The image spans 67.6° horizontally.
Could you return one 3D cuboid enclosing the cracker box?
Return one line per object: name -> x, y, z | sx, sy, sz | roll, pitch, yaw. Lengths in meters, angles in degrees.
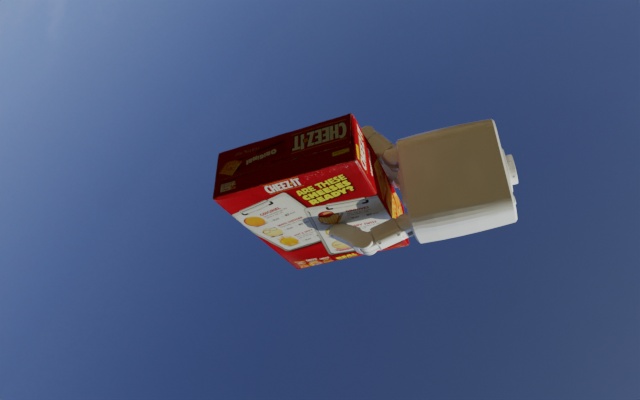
cracker box -> 0.000, 0.002, 0.577 | 0.164, 0.072, 0.214 | -14, -33, 18
